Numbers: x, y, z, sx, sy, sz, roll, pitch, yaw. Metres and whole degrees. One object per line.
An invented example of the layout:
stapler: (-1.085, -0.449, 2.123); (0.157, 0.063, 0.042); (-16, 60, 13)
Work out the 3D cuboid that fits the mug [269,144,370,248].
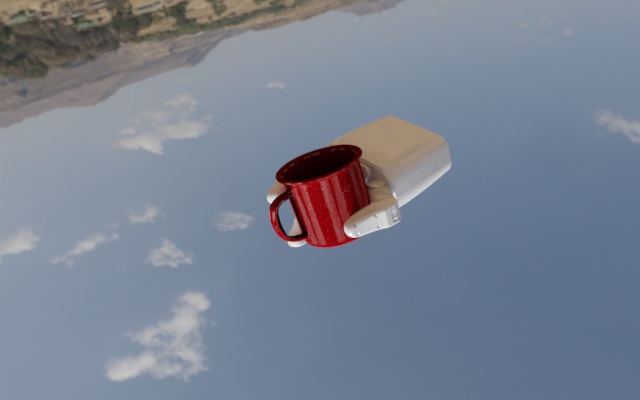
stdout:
mug: (-0.001, 0.002, 0.499); (0.117, 0.081, 0.093); (-31, 26, -28)
